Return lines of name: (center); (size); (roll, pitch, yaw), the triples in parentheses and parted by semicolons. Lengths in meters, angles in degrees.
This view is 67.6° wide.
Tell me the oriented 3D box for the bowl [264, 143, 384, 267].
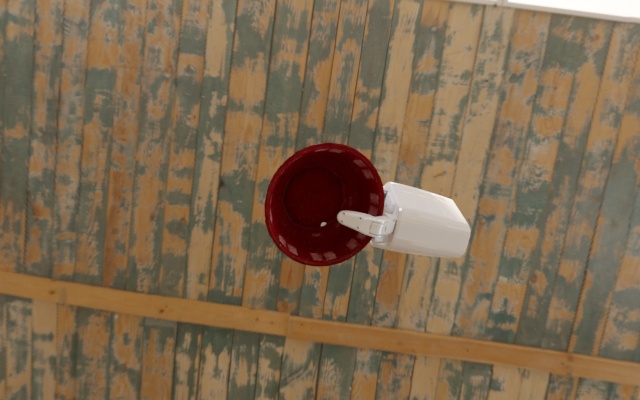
bowl: (-0.001, 0.001, 0.627); (0.162, 0.162, 0.055); (0, 13, -19)
